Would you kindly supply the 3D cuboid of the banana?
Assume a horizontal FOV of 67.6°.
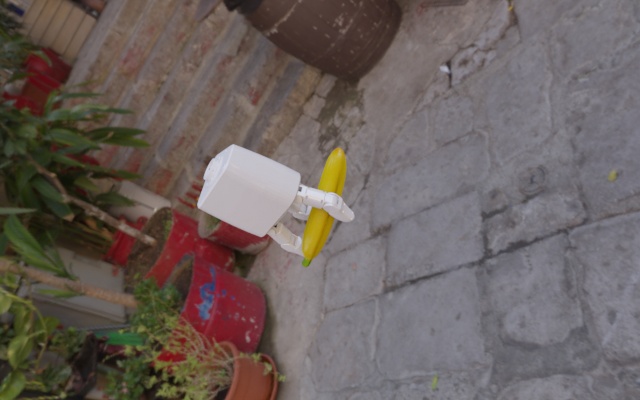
[{"bbox_3d":[0.005,0.004,0.728,0.037,0.197,0.069,21,-11,-15],"label":"banana"}]
